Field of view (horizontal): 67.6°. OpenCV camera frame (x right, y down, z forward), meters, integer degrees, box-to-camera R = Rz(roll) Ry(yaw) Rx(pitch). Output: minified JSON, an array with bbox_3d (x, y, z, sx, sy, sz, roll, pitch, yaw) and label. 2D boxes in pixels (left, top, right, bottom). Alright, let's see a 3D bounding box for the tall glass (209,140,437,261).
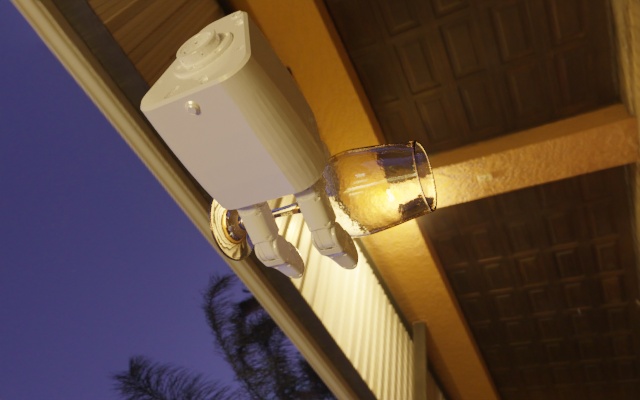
[{"bbox_3d":[0.000,0.002,0.438,0.201,0.079,0.079,-14,-6,24],"label":"tall glass"}]
